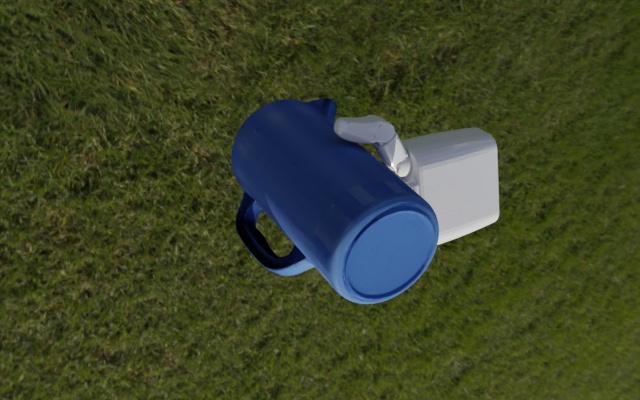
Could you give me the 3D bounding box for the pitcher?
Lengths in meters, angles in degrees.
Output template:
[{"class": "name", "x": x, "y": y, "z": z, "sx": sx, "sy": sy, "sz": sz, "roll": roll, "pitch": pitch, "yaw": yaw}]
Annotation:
[{"class": "pitcher", "x": 0.000, "y": 0.002, "z": 0.490, "sx": 0.145, "sy": 0.149, "sz": 0.242, "roll": -14, "pitch": 33, "yaw": -21}]
